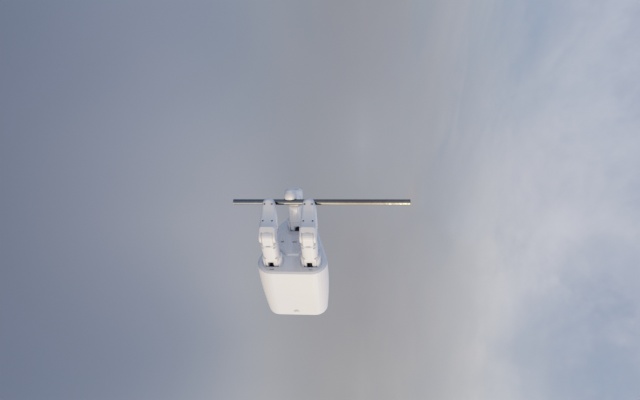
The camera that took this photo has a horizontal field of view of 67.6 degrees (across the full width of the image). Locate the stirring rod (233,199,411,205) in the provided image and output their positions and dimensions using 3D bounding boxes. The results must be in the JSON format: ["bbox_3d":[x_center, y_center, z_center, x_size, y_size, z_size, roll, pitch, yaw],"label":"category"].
[{"bbox_3d":[0.000,0.002,0.648,0.239,0.011,0.011,0,0,5],"label":"stirring rod"}]
